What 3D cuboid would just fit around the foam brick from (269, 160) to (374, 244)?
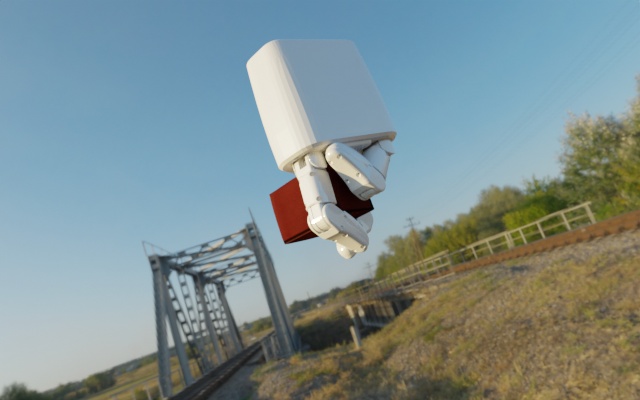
[{"bbox_3d":[0.000,0.002,0.449,0.078,0.051,0.053,-30,-14,37],"label":"foam brick"}]
